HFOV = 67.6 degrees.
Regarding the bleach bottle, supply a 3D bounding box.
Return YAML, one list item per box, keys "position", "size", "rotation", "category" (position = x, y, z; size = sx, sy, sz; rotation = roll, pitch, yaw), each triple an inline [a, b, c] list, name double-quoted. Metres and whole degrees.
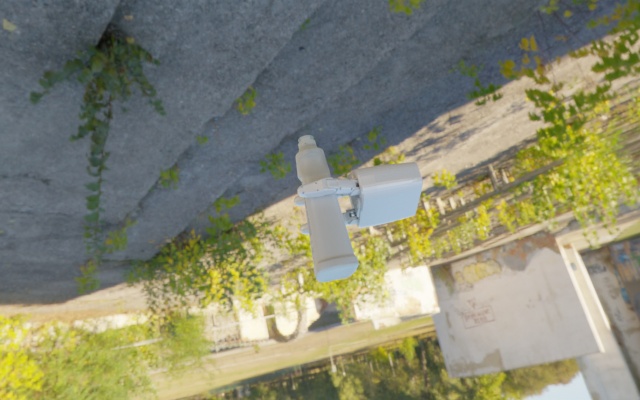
- position: [0.000, 0.003, 0.797]
  size: [0.068, 0.250, 0.103]
  rotation: [-10, -20, -7]
  category: "bleach bottle"
